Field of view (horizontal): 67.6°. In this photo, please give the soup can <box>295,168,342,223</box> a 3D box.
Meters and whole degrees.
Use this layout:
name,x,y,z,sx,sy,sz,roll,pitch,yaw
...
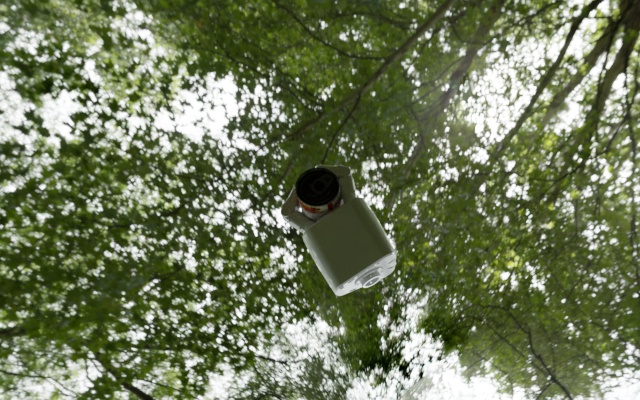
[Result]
name,x,y,z,sx,sy,sz,roll,pitch,yaw
soup can,0.000,0.002,0.764,0.068,0.068,0.102,0,-28,6
